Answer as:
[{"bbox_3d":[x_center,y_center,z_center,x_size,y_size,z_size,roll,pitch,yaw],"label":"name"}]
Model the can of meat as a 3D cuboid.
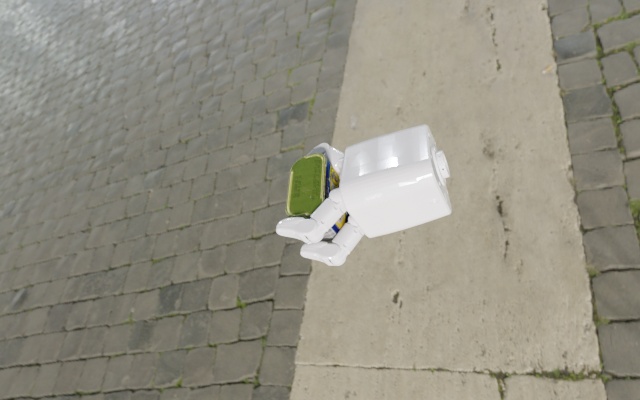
[{"bbox_3d":[0.000,0.002,0.616,0.057,0.102,0.084,-14,-39,22],"label":"can of meat"}]
